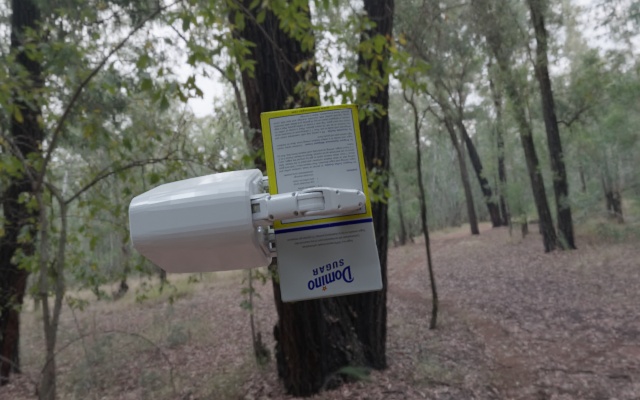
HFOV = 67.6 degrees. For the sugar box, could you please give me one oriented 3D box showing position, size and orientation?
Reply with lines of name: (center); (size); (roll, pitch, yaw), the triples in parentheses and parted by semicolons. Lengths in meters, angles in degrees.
sugar box: (0.000, 0.001, 0.452); (0.093, 0.176, 0.048); (-7, -5, 0)
